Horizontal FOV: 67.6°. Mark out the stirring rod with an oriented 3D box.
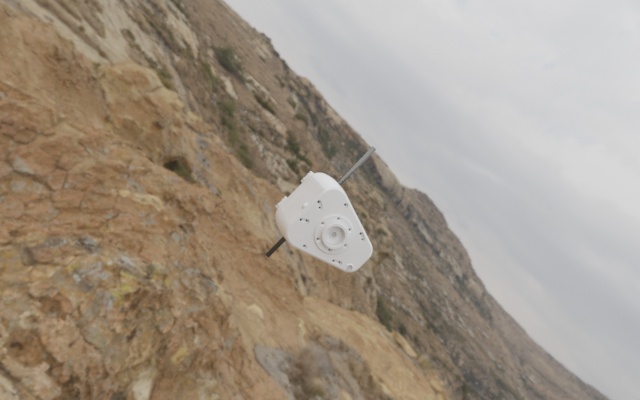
[{"bbox_3d":[0.000,0.003,0.754,0.011,0.239,0.011,45,1,-1],"label":"stirring rod"}]
